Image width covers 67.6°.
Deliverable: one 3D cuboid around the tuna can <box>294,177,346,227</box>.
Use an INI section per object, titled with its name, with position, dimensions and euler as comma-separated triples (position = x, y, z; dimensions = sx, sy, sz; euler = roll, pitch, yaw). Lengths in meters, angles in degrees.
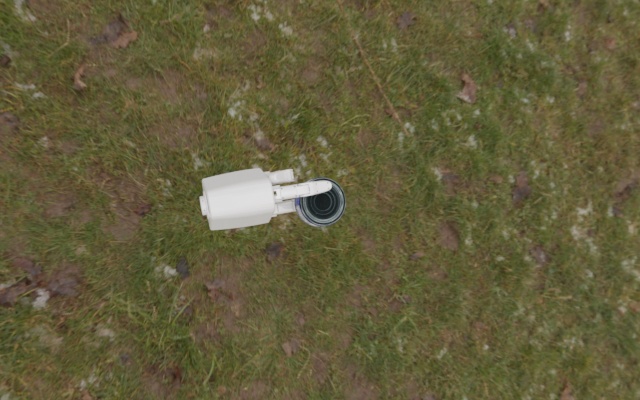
[tuna can]
position = 0.000, 0.003, 0.830
dimensions = 0.086, 0.086, 0.034
euler = 0, -3, -18
